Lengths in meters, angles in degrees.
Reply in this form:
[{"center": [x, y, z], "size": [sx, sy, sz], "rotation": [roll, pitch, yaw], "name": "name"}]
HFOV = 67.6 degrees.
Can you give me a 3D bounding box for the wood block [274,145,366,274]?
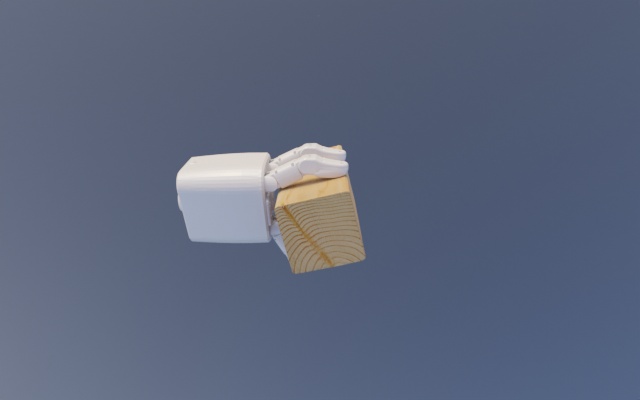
[{"center": [0.000, 0.003, 0.639], "size": [0.090, 0.091, 0.206], "rotation": [-12, 21, 5], "name": "wood block"}]
